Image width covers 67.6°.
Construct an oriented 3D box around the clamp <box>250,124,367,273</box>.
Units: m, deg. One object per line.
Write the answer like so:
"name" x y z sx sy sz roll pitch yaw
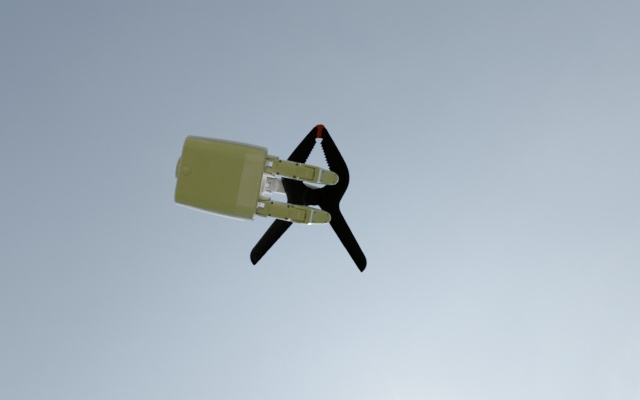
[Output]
"clamp" 0.000 0.002 0.668 0.164 0.210 0.036 11 4 -6
